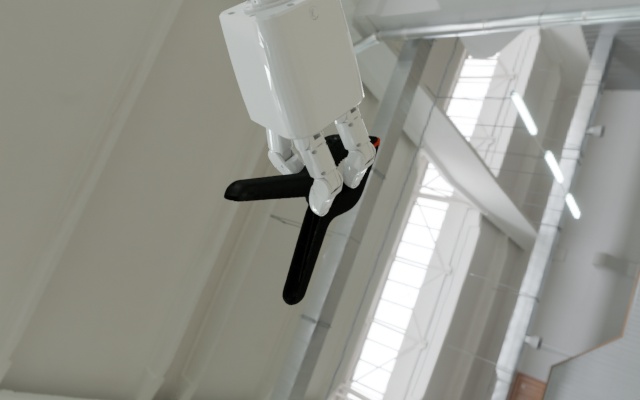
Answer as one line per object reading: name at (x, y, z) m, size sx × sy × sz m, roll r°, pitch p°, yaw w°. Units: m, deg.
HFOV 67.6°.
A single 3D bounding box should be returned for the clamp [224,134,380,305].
clamp at (0.000, 0.001, 0.524) m, size 0.036 × 0.165 × 0.210 m, roll 16°, pitch 44°, yaw 39°
